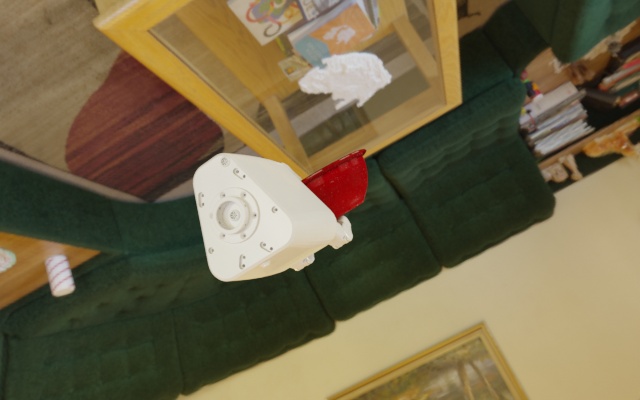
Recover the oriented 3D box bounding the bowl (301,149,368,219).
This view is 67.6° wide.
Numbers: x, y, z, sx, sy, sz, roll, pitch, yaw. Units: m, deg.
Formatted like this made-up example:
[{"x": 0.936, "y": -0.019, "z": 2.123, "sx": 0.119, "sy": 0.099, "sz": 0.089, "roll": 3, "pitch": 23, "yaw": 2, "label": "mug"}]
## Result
[{"x": 0.001, "y": 0.002, "z": 0.587, "sx": 0.162, "sy": 0.055, "sz": 0.162, "roll": -31, "pitch": -2, "yaw": -1, "label": "bowl"}]
